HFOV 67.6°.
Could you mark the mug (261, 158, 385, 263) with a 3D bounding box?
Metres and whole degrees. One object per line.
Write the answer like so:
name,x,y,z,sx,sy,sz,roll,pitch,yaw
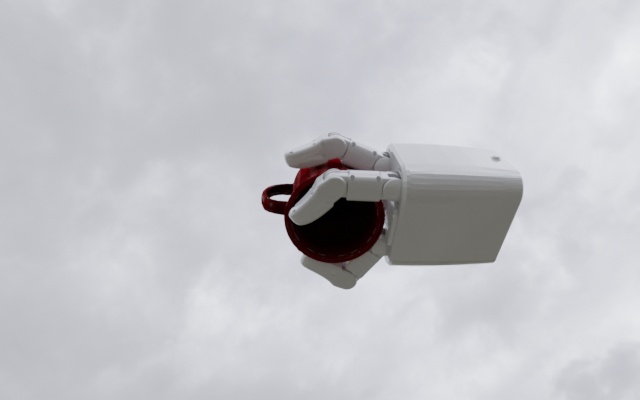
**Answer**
mug,-0.001,0.001,0.475,0.117,0.093,0.081,3,23,-3
